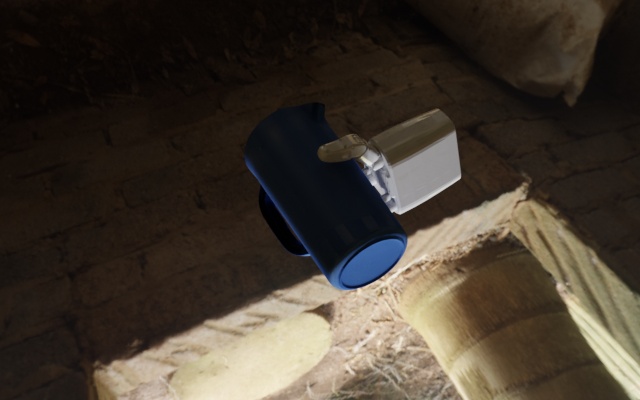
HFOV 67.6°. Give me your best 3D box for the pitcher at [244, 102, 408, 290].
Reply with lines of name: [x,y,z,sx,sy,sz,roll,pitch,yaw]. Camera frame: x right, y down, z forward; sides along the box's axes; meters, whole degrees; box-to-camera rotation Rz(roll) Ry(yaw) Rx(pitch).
pitcher: [0.000,0.002,0.631,0.145,0.242,0.149,-28,-36,-9]
